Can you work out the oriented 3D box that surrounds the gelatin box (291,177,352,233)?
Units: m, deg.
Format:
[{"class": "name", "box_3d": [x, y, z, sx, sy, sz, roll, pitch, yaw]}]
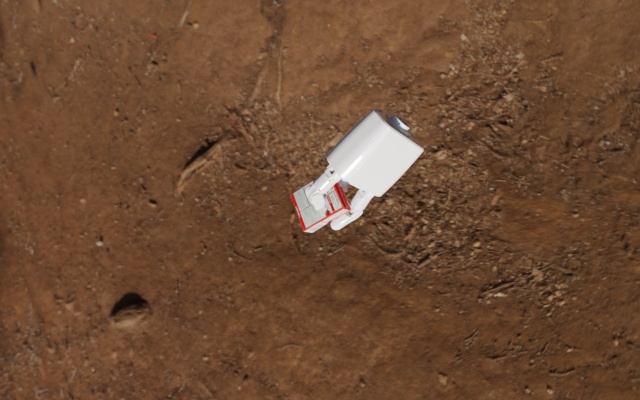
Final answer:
[{"class": "gelatin box", "box_3d": [0.000, 0.003, 0.809, 0.089, 0.073, 0.030, -31, -23, 24]}]
